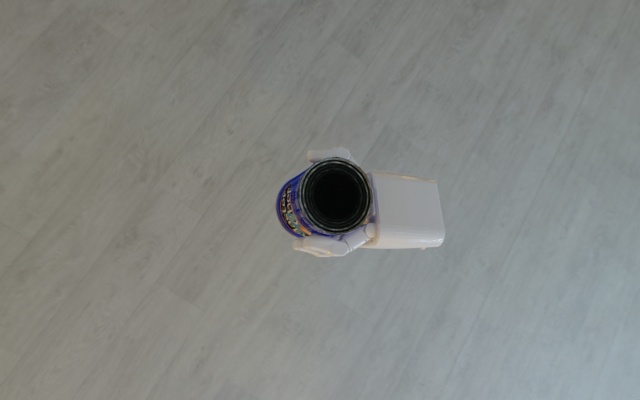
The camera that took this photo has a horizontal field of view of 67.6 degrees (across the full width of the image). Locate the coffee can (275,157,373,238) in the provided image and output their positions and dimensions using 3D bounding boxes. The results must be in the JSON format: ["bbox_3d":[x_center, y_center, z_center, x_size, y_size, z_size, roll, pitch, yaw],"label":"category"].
[{"bbox_3d":[0.000,0.002,0.683,0.103,0.103,0.140,0,-7,-18],"label":"coffee can"}]
